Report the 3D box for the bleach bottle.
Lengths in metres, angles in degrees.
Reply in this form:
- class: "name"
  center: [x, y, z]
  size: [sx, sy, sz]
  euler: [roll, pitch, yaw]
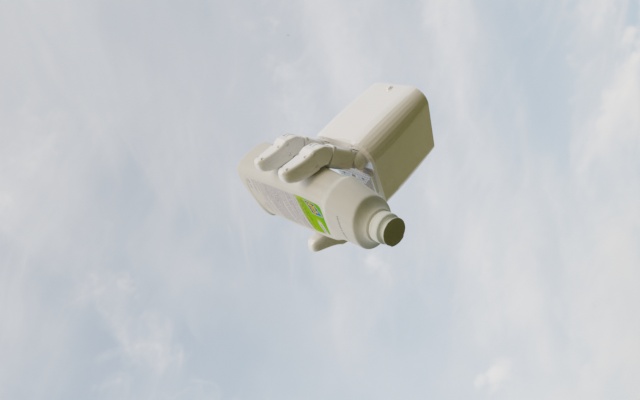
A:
- class: "bleach bottle"
  center: [0.000, 0.002, 0.540]
  size: [0.250, 0.068, 0.103]
  euler: [25, -25, 51]
